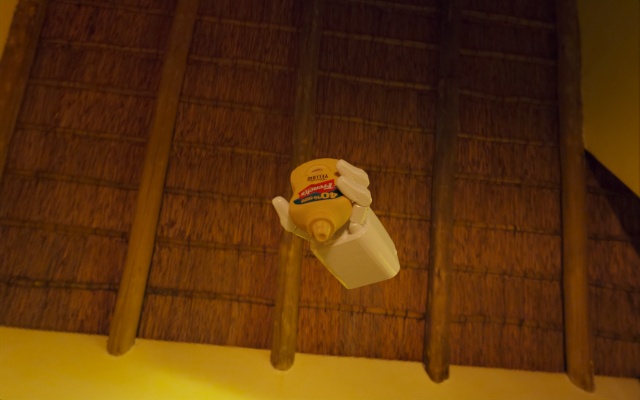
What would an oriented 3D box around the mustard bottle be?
[{"bbox_3d":[0.000,0.002,0.733,0.096,0.058,0.191,-9,31,4],"label":"mustard bottle"}]
